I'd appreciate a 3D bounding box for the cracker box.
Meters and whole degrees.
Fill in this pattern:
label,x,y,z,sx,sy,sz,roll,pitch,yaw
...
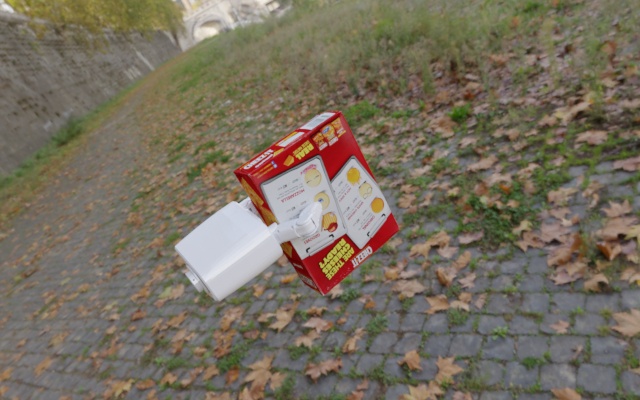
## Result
label,x,y,z,sx,sy,sz,roll,pitch,yaw
cracker box,0.000,0.002,0.699,0.164,0.214,0.072,-38,24,-19
